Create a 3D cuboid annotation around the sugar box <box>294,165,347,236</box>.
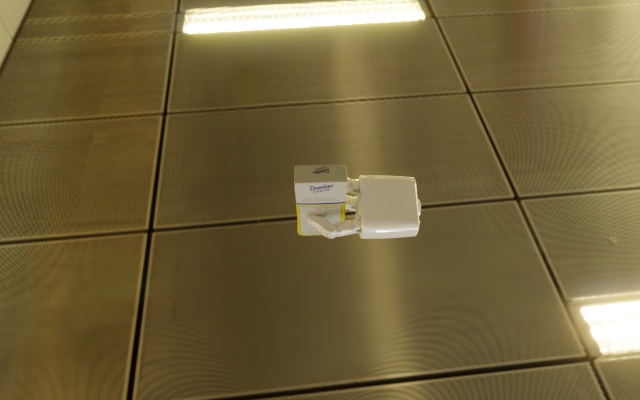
[{"bbox_3d":[0.000,0.003,0.892,0.093,0.048,0.176,-1,-37,-2],"label":"sugar box"}]
